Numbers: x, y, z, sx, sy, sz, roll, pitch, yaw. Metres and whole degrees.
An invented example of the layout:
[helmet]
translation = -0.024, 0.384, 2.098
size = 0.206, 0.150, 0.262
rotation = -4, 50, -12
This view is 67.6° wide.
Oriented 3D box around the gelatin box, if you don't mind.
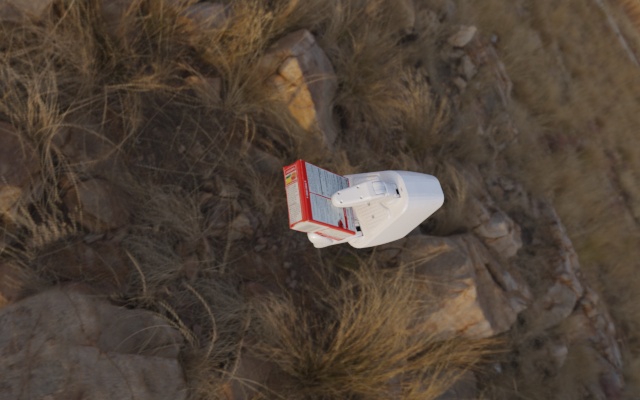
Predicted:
[gelatin box]
translation = 0.000, 0.002, 0.541
size = 0.030, 0.073, 0.089
rotation = -23, -27, 34
